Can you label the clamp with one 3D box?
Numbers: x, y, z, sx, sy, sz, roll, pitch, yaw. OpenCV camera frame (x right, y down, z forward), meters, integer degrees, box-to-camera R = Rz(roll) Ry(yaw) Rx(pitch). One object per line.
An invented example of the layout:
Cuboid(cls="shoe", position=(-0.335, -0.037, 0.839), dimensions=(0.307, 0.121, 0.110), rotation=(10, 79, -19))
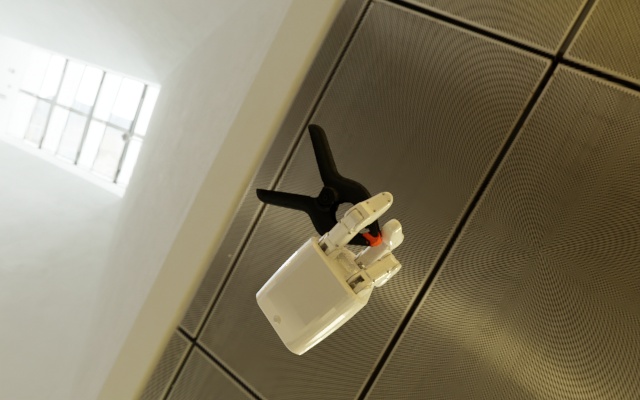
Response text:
Cuboid(cls="clamp", position=(0.001, 0.002, 0.587), dimensions=(0.120, 0.171, 0.039), rotation=(-44, -21, 15))
